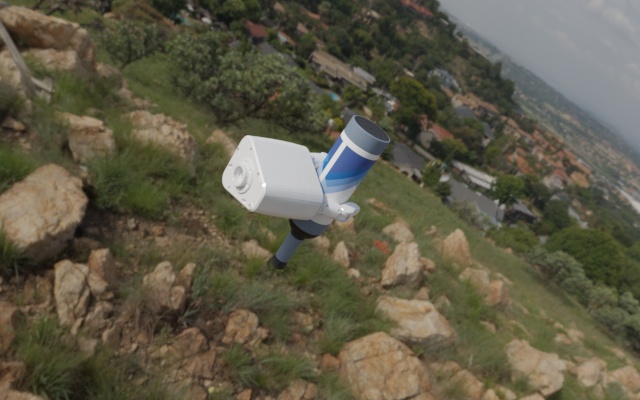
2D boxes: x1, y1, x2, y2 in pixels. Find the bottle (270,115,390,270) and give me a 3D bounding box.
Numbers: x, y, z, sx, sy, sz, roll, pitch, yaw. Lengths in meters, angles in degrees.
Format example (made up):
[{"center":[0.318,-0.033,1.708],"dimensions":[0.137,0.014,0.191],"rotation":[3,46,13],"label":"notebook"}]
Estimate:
[{"center":[0.000,0.002,0.768],"dimensions":[0.069,0.296,0.069],"rotation":[27,27,-15],"label":"bottle"}]
